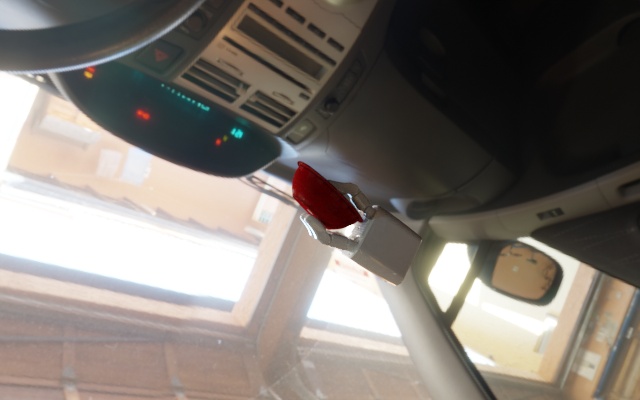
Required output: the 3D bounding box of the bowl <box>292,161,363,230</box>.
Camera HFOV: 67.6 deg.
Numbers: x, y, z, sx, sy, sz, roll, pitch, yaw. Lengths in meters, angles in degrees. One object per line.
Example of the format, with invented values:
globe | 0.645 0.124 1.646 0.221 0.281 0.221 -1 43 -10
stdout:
bowl | -0.001 0.002 0.864 0.162 0.055 0.162 43 -6 6
